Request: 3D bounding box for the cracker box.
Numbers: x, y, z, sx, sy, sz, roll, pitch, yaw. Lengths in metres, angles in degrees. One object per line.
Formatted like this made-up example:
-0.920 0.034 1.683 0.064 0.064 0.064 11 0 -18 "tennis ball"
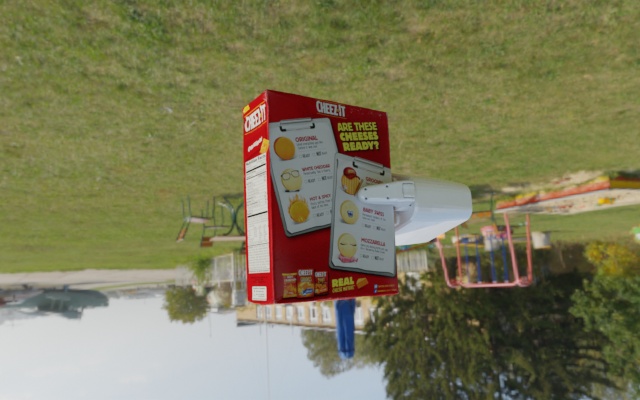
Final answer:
0.000 0.002 0.529 0.164 0.213 0.072 3 -11 -35 "cracker box"
